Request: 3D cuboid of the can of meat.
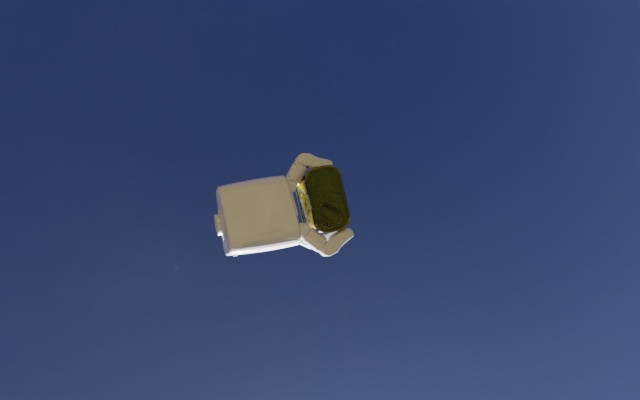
[{"bbox_3d":[0.000,0.002,0.759,0.057,0.102,0.084,-12,-4,-18],"label":"can of meat"}]
